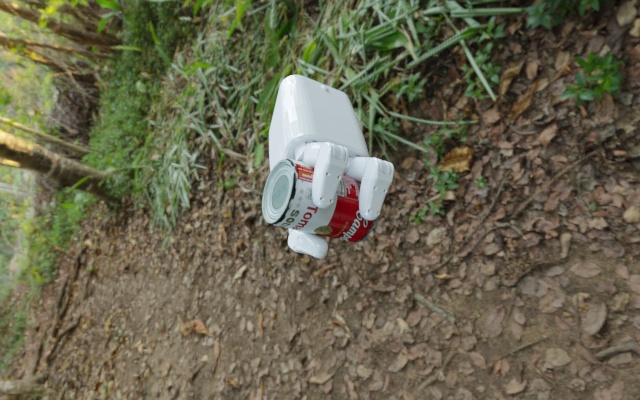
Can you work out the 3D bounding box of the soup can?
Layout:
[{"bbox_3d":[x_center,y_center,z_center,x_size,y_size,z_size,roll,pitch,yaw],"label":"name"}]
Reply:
[{"bbox_3d":[0.000,0.002,0.490,0.102,0.068,0.068,15,-7,-30],"label":"soup can"}]
